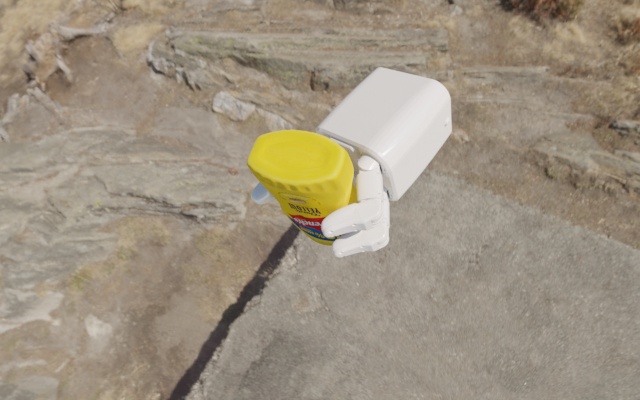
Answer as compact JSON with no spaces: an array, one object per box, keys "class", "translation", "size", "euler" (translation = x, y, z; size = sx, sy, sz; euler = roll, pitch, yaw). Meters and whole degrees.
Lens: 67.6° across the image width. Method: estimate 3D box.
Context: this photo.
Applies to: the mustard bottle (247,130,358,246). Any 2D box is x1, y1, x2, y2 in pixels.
[{"class":"mustard bottle","translation":[0.000,0.002,0.508],"size":[0.096,0.058,0.192],"euler":[10,-24,21]}]
